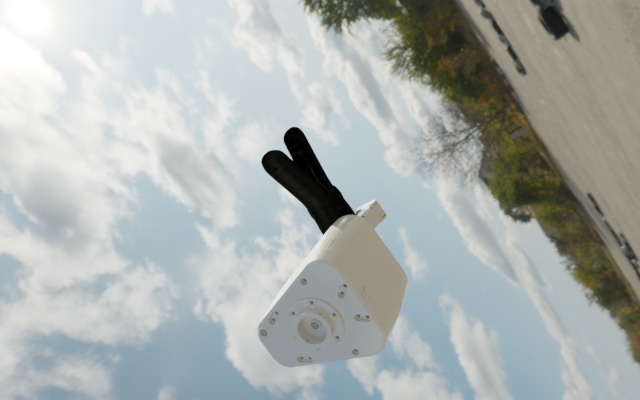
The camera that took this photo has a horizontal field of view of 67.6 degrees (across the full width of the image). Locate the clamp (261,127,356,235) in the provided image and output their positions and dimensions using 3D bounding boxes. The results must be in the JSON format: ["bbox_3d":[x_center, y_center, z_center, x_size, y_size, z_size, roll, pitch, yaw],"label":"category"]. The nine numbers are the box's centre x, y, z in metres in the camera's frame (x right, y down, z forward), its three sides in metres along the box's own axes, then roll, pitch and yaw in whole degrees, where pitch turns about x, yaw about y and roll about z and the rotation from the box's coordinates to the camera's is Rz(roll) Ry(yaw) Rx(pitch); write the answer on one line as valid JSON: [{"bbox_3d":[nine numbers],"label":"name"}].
[{"bbox_3d":[0.000,0.002,0.498,0.039,0.171,0.120,-34,4,24],"label":"clamp"}]
